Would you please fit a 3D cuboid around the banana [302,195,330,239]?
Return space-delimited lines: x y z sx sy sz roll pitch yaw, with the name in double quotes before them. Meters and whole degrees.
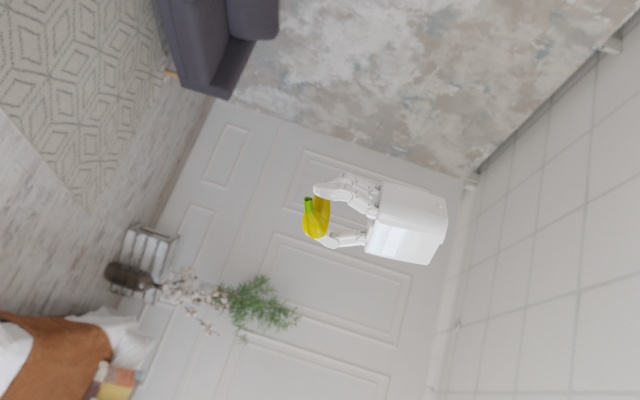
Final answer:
"banana" -0.003 0.021 0.747 0.037 0.069 0.198 9 6 3
